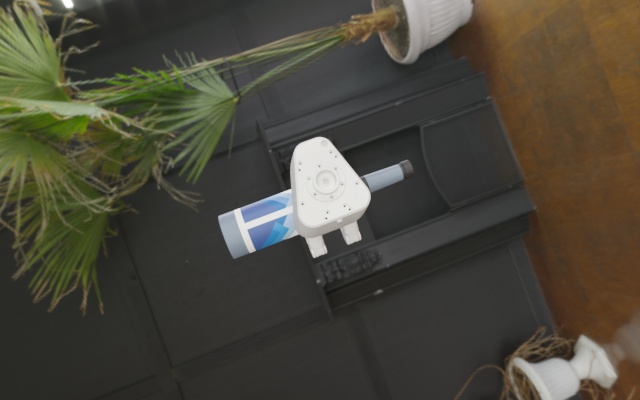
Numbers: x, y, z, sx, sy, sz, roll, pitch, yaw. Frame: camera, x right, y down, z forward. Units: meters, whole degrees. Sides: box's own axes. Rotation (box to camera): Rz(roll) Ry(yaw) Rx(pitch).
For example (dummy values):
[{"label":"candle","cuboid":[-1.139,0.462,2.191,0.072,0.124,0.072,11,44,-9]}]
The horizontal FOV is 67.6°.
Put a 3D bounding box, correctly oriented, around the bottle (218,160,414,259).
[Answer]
[{"label":"bottle","cuboid":[0.000,0.002,0.710,0.295,0.069,0.069,-21,2,-6]}]
